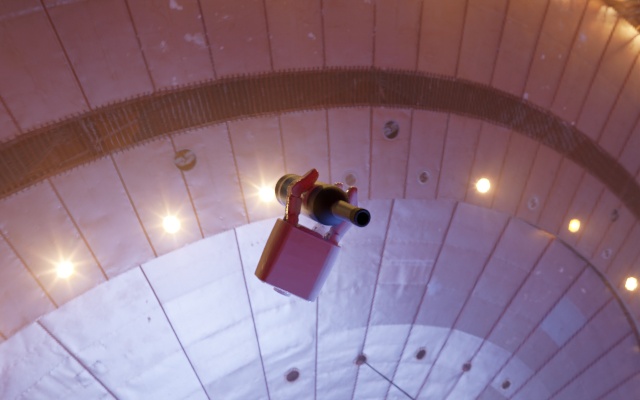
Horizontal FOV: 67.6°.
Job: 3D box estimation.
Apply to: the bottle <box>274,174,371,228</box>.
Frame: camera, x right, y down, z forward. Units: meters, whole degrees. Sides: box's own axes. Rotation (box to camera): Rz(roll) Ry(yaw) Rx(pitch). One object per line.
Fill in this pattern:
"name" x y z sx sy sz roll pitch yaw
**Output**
"bottle" 0.000 0.003 0.807 0.069 0.069 0.295 0 9 -24
